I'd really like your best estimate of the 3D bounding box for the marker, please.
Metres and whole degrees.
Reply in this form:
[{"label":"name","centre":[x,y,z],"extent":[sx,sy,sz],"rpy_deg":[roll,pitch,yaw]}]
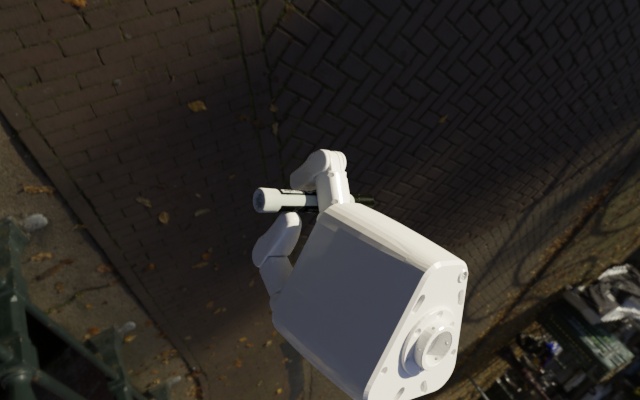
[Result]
[{"label":"marker","centre":[0.000,0.001,0.400],"extent":[0.121,0.020,0.020],"rpy_deg":[2,-1,-39]}]
